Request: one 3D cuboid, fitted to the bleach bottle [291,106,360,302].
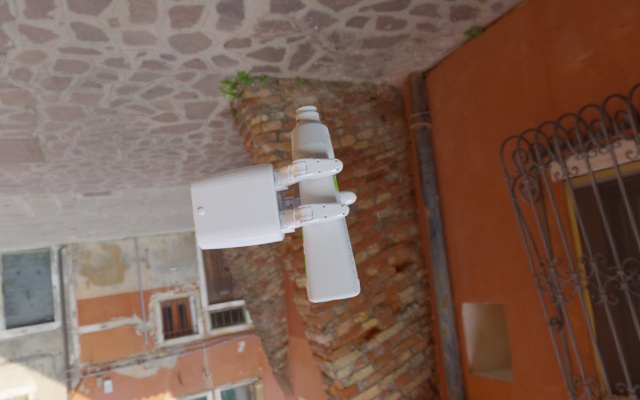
[{"bbox_3d":[0.000,0.002,0.630,0.068,0.251,0.102,-9,-8,2],"label":"bleach bottle"}]
